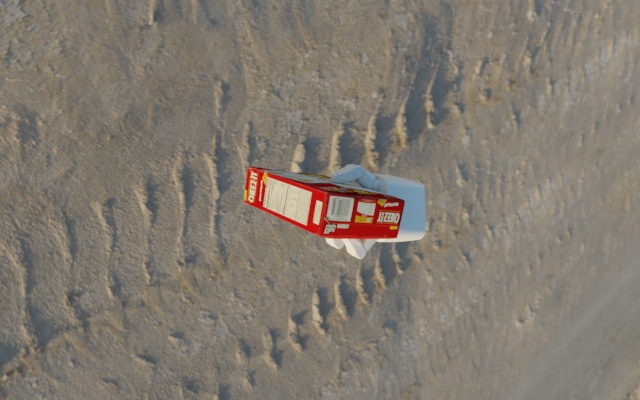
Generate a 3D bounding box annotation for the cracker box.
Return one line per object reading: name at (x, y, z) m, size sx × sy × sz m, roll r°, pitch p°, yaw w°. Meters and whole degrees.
cracker box at (0.000, 0.002, 0.770) m, size 0.164 × 0.072 × 0.213 m, roll 5°, pitch 9°, yaw -40°
